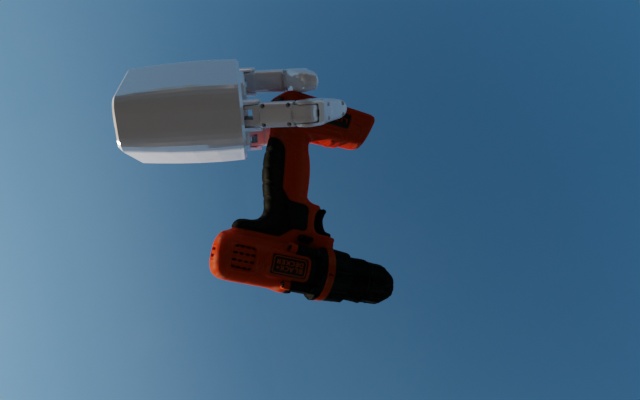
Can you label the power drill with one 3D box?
[{"bbox_3d":[0.000,0.001,0.464,0.184,0.187,0.057,14,-11,-22],"label":"power drill"}]
